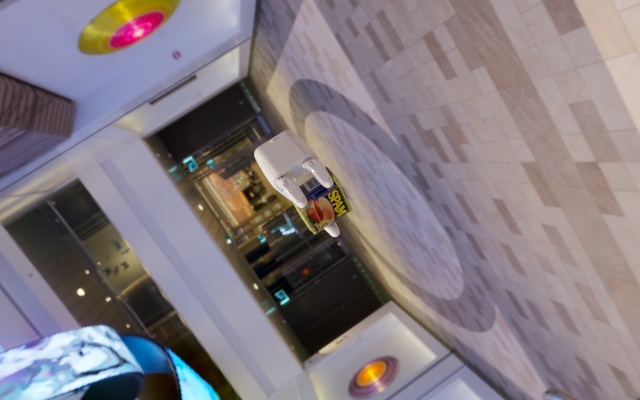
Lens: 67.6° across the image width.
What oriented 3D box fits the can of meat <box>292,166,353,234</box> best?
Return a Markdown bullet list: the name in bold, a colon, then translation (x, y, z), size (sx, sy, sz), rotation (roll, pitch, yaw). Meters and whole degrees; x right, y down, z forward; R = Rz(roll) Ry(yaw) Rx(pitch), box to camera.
- **can of meat**: translation (0.000, 0.003, 0.854), size (0.084, 0.102, 0.057), rotation (-33, 49, -5)
